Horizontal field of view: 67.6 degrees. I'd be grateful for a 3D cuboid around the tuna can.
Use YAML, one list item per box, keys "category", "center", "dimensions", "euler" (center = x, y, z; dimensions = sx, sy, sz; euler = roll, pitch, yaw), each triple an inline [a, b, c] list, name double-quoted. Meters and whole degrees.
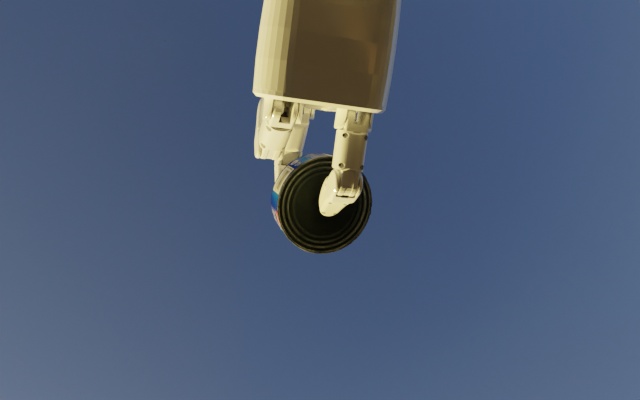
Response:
- category: "tuna can"
  center: [0.000, 0.001, 0.424]
  dimensions: [0.086, 0.086, 0.033]
  euler: [0, 12, -18]
